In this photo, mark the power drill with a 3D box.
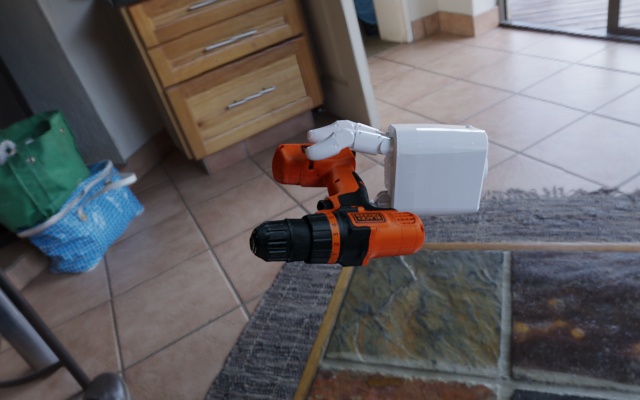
[{"bbox_3d":[0.000,0.001,0.539,0.184,0.057,0.187,0,35,-20],"label":"power drill"}]
